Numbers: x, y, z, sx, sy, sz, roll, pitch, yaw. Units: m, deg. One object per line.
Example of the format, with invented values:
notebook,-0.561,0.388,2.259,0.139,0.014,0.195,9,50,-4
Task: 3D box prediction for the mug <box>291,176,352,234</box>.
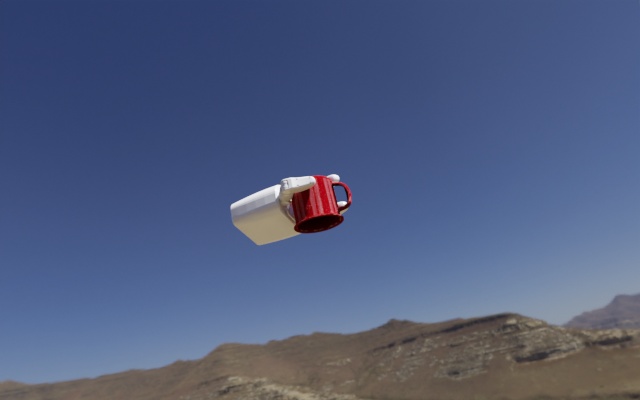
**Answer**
mug,0.001,0.002,0.871,0.117,0.081,0.093,-20,-22,18
